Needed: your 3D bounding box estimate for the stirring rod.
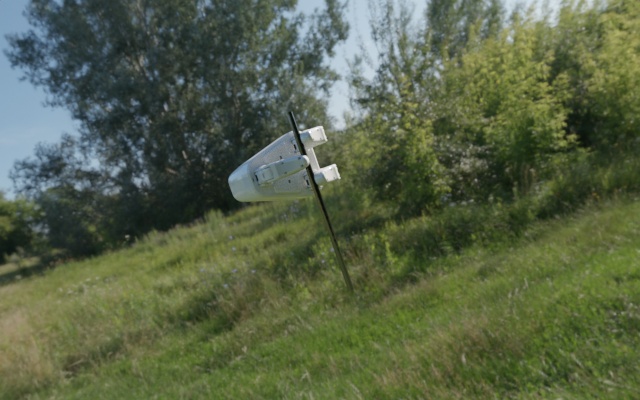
[{"bbox_3d":[0.000,0.002,0.612,0.011,0.239,0.011,-19,4,1],"label":"stirring rod"}]
